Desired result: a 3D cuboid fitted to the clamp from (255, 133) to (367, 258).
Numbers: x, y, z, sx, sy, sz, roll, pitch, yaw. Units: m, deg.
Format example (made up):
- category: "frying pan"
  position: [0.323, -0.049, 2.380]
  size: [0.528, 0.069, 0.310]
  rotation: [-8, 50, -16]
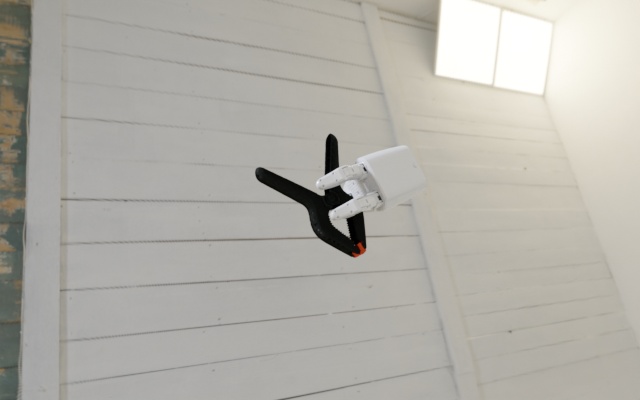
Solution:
- category: "clamp"
  position: [0.000, 0.003, 0.772]
  size: [0.164, 0.210, 0.036]
  rotation: [-22, -10, -28]
